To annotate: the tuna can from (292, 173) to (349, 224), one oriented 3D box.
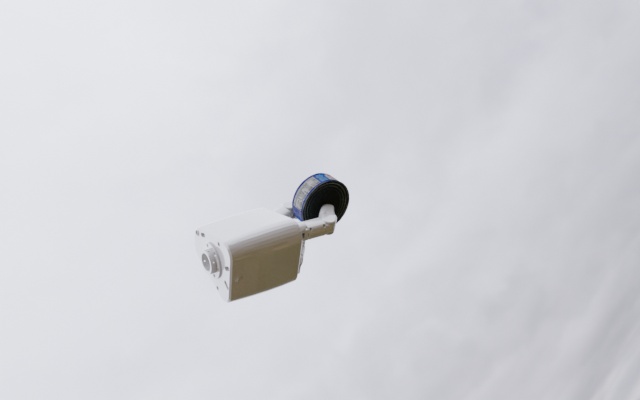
[{"bbox_3d":[0.000,0.002,0.725,0.086,0.086,0.033,0,25,-39],"label":"tuna can"}]
